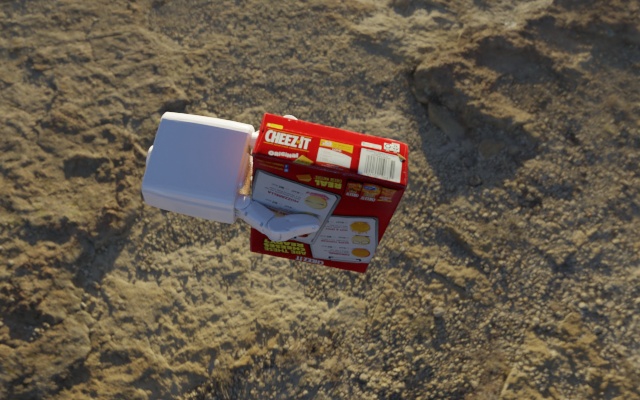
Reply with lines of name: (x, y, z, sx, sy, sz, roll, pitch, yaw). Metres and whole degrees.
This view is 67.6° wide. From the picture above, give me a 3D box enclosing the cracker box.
cracker box: (0.000, 0.002, 0.587, 0.164, 0.072, 0.214, 11, -34, -1)
